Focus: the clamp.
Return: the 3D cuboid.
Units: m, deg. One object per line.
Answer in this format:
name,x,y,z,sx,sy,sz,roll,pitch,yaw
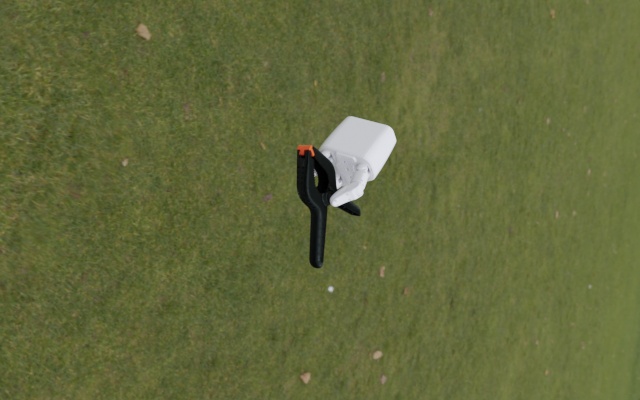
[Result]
clamp,0.001,0.002,0.829,0.036,0.210,0.164,4,45,35
